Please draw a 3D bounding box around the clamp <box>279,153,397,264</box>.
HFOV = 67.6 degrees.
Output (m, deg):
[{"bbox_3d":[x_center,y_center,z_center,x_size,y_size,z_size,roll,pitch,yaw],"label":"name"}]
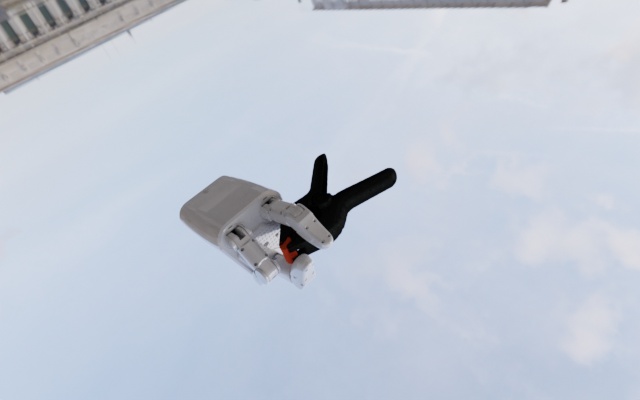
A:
[{"bbox_3d":[0.000,0.003,0.587,0.171,0.039,0.120,-42,39,-26],"label":"clamp"}]
